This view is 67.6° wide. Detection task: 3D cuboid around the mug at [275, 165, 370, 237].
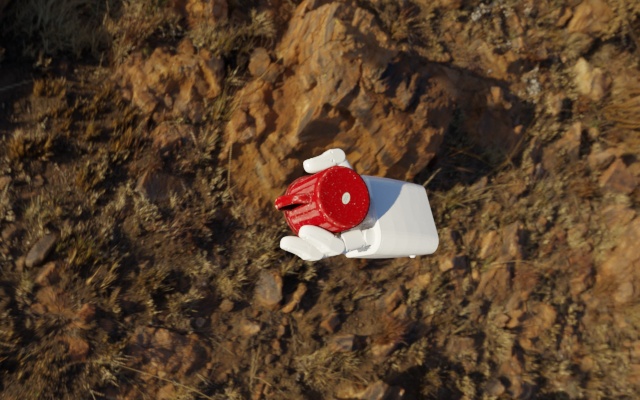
[{"bbox_3d":[-0.001,0.002,0.612,0.117,0.093,0.081,4,-14,-29],"label":"mug"}]
